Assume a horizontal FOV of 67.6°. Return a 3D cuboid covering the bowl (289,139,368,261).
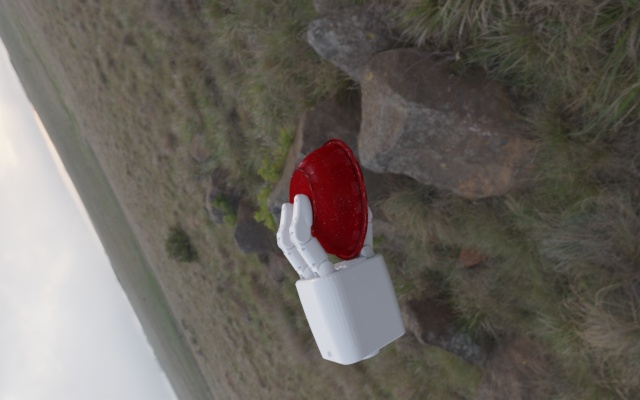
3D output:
[{"bbox_3d":[-0.001,0.001,0.619,0.055,0.162,0.162,-7,3,-22],"label":"bowl"}]
